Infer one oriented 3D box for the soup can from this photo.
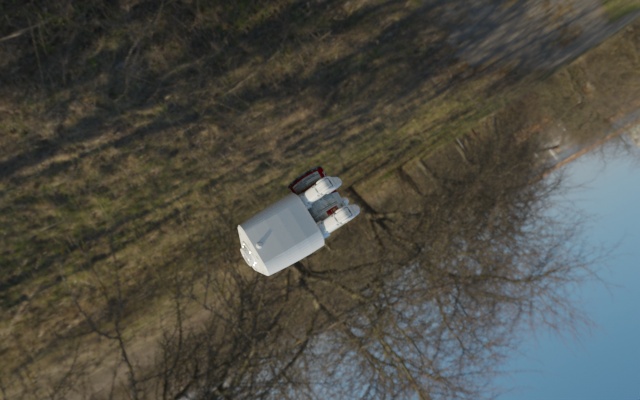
[{"bbox_3d":[0.001,0.003,0.804,0.068,0.102,0.068,-32,-8,-5],"label":"soup can"}]
